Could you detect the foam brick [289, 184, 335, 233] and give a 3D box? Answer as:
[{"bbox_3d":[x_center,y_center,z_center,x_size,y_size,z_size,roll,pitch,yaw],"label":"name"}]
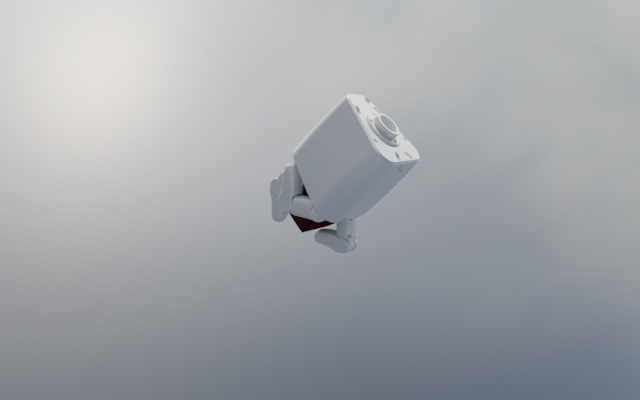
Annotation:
[{"bbox_3d":[0.000,0.002,0.627,0.051,0.053,0.078,-44,-18,32],"label":"foam brick"}]
